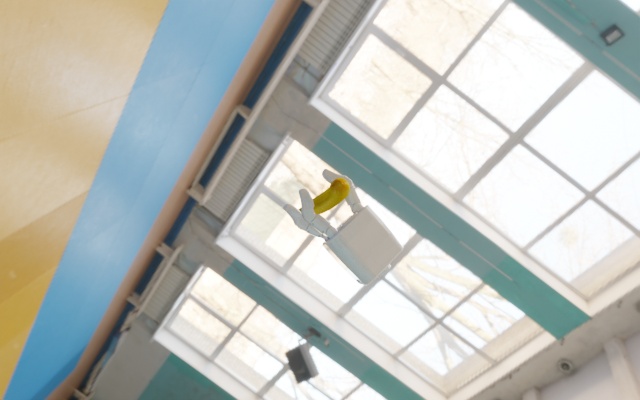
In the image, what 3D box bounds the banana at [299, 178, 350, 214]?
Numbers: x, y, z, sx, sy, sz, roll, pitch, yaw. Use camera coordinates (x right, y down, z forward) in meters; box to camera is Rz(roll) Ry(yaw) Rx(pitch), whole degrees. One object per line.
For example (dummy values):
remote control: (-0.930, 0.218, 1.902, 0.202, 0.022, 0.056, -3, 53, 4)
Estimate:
banana: (0.013, -0.003, 0.877, 0.069, 0.037, 0.198, -27, -5, -32)
